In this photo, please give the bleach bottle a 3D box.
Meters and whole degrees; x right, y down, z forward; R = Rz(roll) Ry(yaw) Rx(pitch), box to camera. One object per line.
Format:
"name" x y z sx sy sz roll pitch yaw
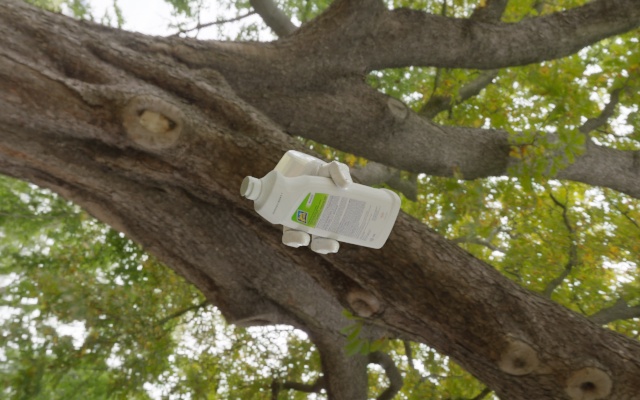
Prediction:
"bleach bottle" 0.000 0.003 0.736 0.251 0.102 0.068 16 9 -30
